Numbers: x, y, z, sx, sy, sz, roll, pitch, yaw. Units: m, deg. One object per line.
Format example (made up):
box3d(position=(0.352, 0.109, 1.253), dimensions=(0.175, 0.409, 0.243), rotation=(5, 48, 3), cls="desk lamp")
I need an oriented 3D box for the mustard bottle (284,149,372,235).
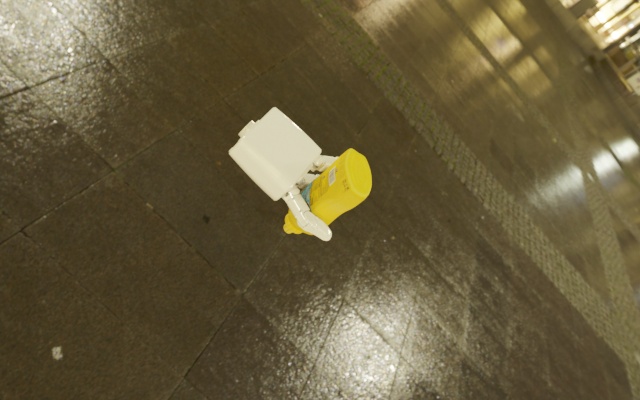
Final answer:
box3d(position=(0.001, 0.003, 0.788), dimensions=(0.058, 0.096, 0.192), rotation=(28, -48, -28), cls="mustard bottle")
